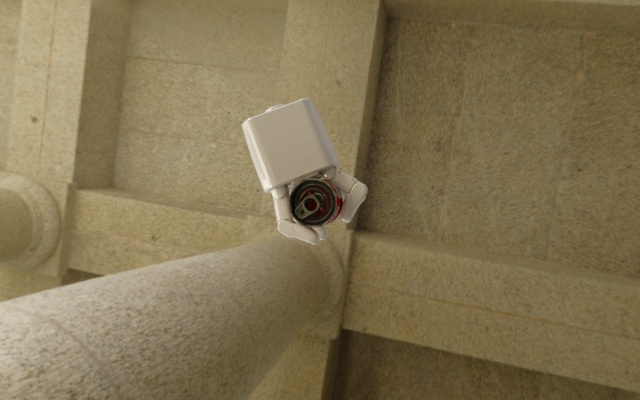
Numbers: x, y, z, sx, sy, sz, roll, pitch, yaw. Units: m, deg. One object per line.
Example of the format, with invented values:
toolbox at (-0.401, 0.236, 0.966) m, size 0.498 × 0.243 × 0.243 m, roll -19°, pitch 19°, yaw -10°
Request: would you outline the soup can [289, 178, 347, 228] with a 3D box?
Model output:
soup can at (0.000, 0.003, 0.699) m, size 0.068 × 0.068 × 0.102 m, roll 0°, pitch 1°, yaw 13°
